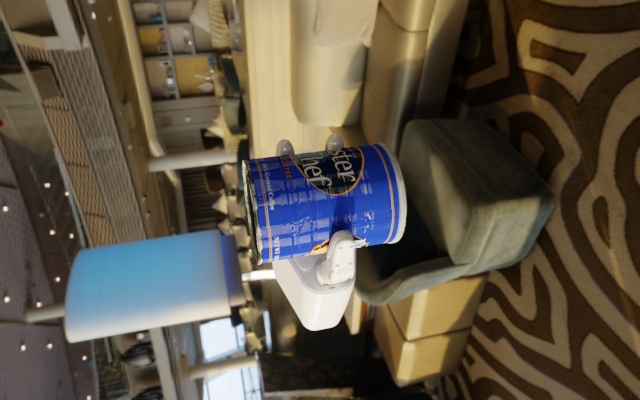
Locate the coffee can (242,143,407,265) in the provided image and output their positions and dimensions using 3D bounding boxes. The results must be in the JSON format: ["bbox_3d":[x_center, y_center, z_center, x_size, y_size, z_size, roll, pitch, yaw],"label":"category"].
[{"bbox_3d":[0.000,0.001,0.471,0.140,0.103,0.103,-8,2,-12],"label":"coffee can"}]
